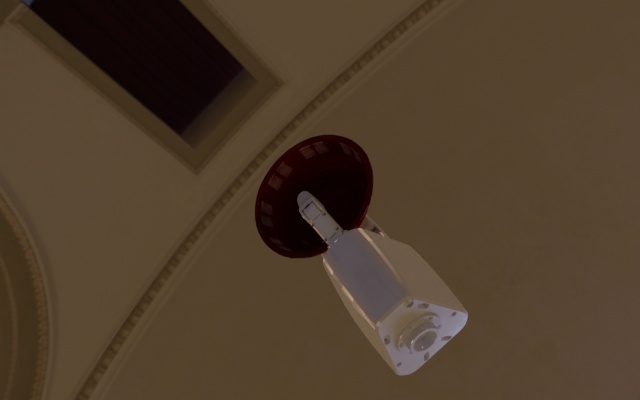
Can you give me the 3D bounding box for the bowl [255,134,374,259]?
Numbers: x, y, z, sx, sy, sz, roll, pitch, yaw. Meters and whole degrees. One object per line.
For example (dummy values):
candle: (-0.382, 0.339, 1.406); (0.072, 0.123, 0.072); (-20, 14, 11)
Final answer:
bowl: (0.000, 0.001, 0.587); (0.162, 0.162, 0.055); (0, -24, 32)
